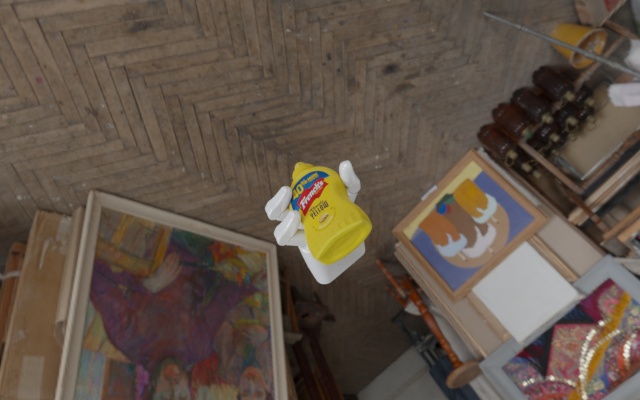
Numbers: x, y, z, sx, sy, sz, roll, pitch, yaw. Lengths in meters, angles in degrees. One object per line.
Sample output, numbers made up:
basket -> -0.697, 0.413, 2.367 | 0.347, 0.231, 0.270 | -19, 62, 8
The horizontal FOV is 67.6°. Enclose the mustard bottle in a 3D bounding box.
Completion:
mustard bottle -> 0.000, 0.002, 0.744 | 0.058, 0.096, 0.191 | 35, 18, -44
